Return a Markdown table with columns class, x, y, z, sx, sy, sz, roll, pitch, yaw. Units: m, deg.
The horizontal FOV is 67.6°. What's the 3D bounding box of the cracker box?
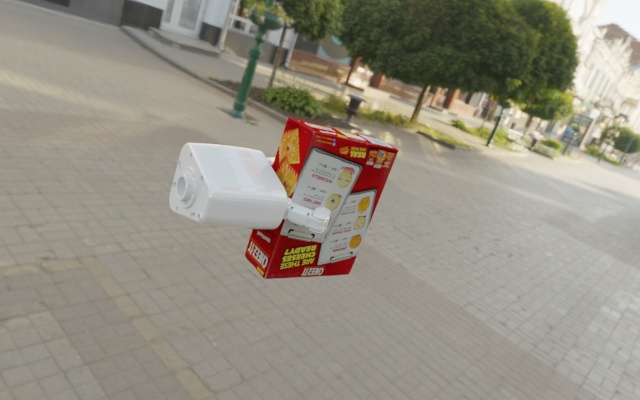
| class | x | y | z | sx | sy | sz | roll | pitch | yaw |
| --- | --- | --- | --- | --- | --- | --- | --- | --- | --- |
| cracker box | 0.000 | 0.002 | 0.688 | 0.164 | 0.214 | 0.072 | 5 | 23 | -40 |
